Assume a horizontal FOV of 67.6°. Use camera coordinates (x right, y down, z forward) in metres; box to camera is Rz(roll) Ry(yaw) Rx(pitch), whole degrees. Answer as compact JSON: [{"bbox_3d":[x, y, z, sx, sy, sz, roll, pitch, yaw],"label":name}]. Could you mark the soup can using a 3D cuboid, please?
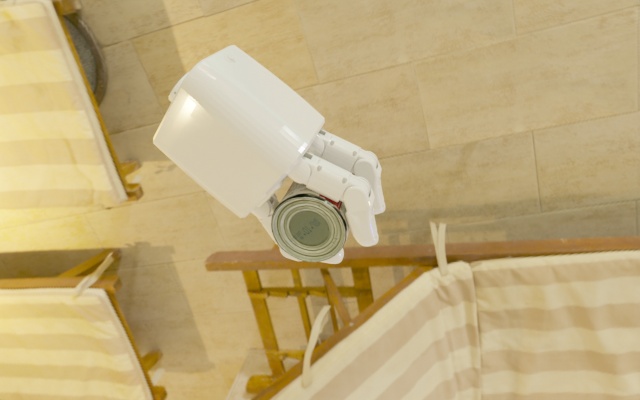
[{"bbox_3d":[0.000,0.002,0.443,0.068,0.068,0.102,0,28,14],"label":"soup can"}]
